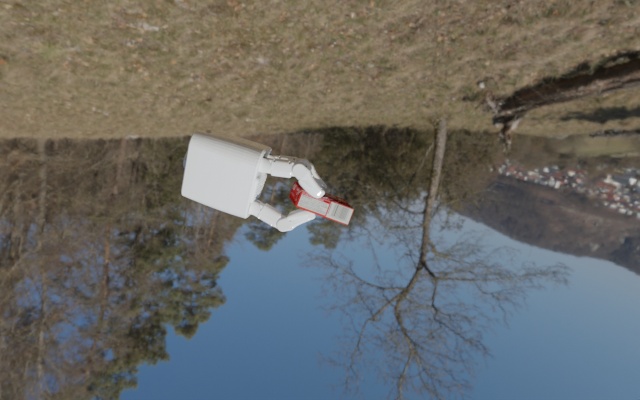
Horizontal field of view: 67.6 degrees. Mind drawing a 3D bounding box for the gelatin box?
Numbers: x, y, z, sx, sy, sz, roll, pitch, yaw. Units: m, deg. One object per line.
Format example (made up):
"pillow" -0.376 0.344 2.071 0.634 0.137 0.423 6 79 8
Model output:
"gelatin box" 0.000 0.003 0.736 0.089 0.030 0.073 20 8 -13
